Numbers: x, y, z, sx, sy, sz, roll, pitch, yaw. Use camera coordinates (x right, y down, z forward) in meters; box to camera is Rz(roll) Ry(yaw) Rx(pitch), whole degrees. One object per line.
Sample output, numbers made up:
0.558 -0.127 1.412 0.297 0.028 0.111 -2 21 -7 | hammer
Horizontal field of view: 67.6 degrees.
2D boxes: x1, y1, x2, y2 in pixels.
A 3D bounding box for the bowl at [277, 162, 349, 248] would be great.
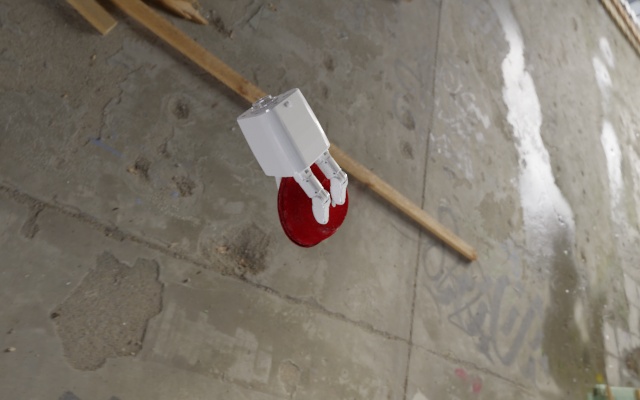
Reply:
0.001 0.004 0.819 0.055 0.162 0.162 2 1 38 | bowl
